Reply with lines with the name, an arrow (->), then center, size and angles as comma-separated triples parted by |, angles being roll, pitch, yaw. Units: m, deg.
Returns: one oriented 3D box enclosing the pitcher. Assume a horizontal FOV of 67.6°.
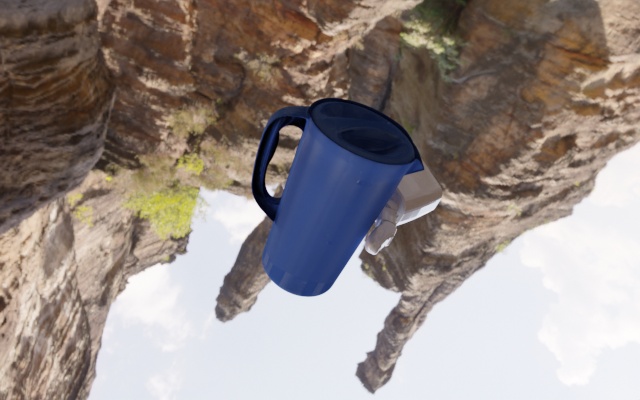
pitcher -> 0.000, 0.002, 0.596 | 0.145, 0.243, 0.149 | -16, 51, -45
